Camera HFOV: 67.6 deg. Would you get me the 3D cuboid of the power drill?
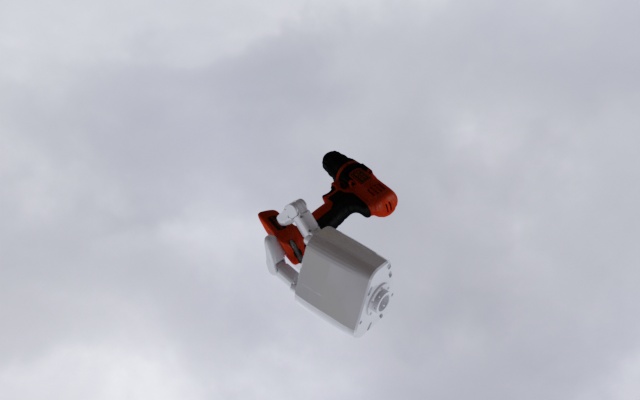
[{"bbox_3d":[0.000,0.003,0.744,0.187,0.057,0.184,-34,38,-11],"label":"power drill"}]
